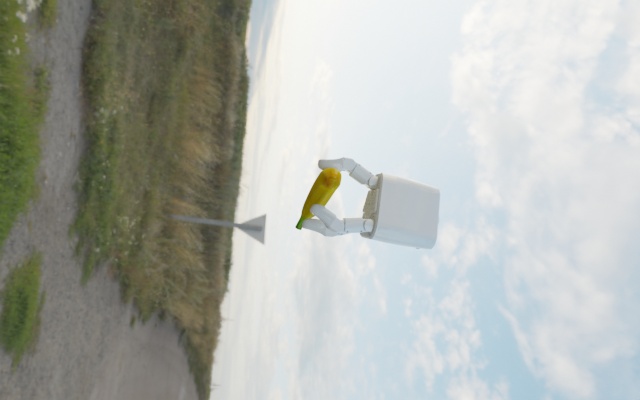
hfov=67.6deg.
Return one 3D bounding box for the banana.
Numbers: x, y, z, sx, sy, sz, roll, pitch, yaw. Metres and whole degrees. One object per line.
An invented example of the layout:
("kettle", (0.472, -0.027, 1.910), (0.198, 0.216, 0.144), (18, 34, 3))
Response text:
("banana", (0.004, -0.012, 0.776), (0.037, 0.069, 0.198), (20, -28, -7))
